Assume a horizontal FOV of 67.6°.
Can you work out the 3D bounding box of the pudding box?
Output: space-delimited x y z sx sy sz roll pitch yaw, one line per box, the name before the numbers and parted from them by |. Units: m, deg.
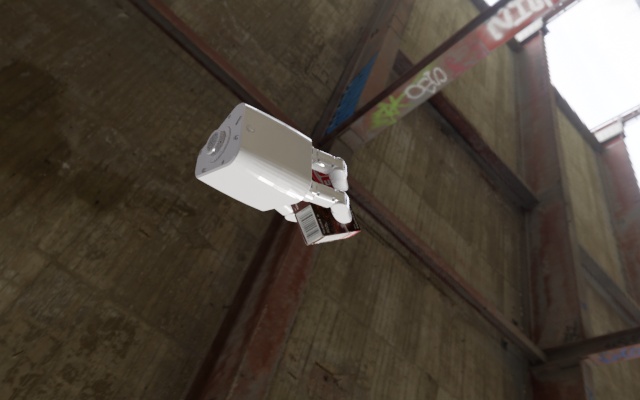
pudding box | 0.000 0.002 0.670 0.039 0.113 0.090 -29 -16 36
